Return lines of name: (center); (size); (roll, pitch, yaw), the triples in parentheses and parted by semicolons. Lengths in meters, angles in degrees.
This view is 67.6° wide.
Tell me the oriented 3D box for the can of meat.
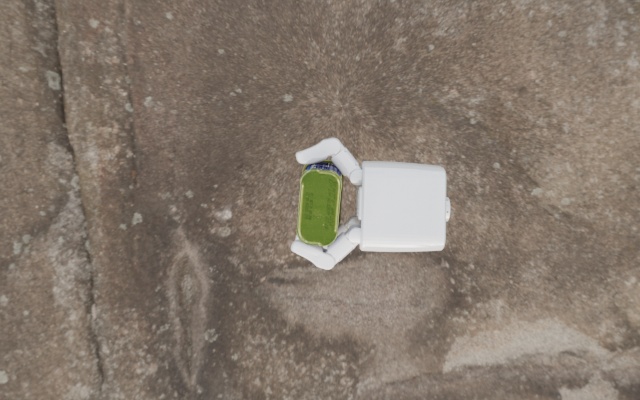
can of meat: (0.000, 0.002, 0.620); (0.057, 0.102, 0.084); (4, 11, 1)
